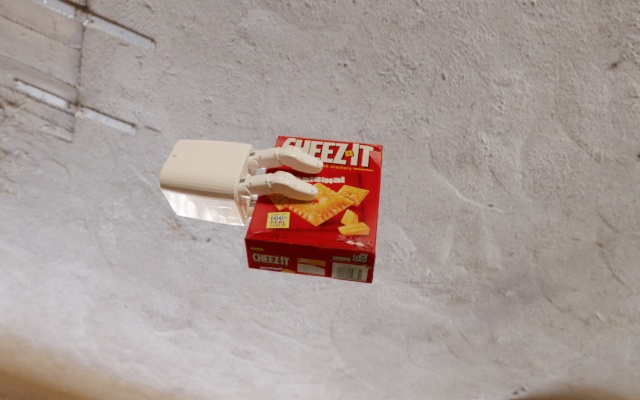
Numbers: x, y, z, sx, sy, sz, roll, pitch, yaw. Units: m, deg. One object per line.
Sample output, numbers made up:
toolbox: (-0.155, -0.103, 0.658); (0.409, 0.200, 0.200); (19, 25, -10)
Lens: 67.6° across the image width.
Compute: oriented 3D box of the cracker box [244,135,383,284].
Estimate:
cracker box: (0.000, 0.002, 0.665); (0.164, 0.213, 0.072); (6, -44, 4)
